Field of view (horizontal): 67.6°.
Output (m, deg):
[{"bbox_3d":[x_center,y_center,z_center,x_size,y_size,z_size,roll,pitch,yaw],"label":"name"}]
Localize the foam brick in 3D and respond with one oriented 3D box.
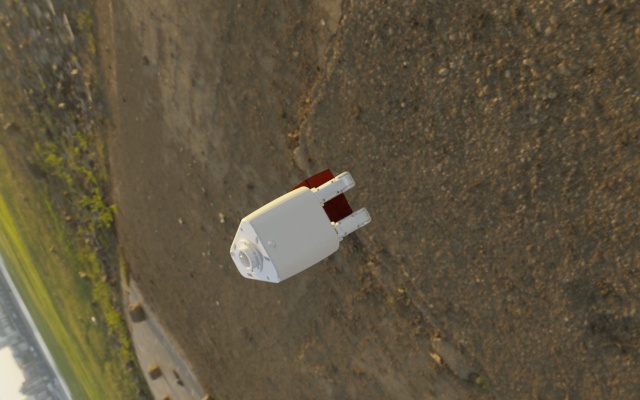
[{"bbox_3d":[0.000,0.002,0.702,0.051,0.078,0.053,-27,-3,-37],"label":"foam brick"}]
